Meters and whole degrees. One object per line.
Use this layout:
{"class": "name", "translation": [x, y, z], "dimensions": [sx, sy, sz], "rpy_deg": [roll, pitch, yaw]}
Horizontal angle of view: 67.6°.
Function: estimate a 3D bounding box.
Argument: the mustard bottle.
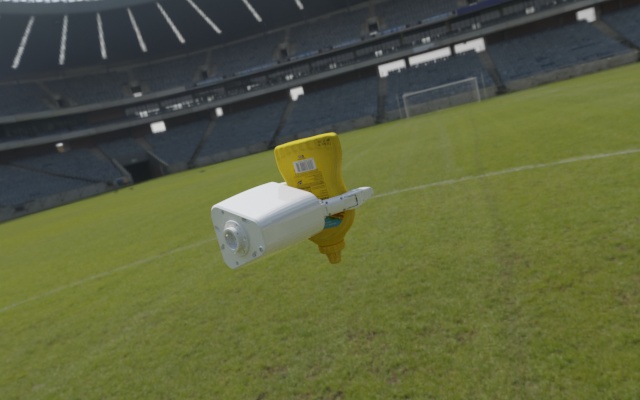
{"class": "mustard bottle", "translation": [0.000, 0.002, 0.708], "dimensions": [0.096, 0.191, 0.058], "rpy_deg": [-10, 10, 21]}
